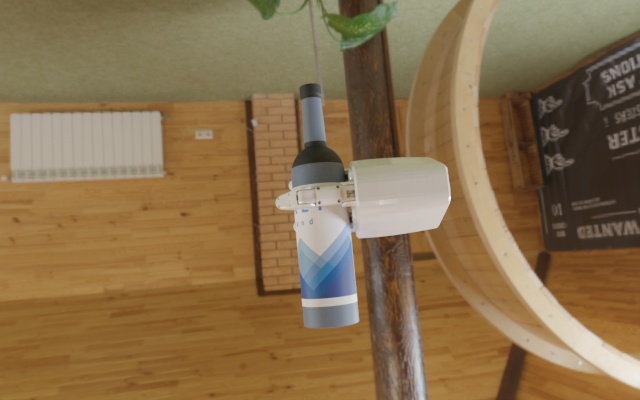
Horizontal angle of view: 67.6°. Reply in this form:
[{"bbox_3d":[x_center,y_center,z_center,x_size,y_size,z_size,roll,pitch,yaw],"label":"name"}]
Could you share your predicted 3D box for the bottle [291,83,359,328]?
[{"bbox_3d":[0.000,0.002,0.588,0.069,0.295,0.069,-5,-6,-1],"label":"bottle"}]
